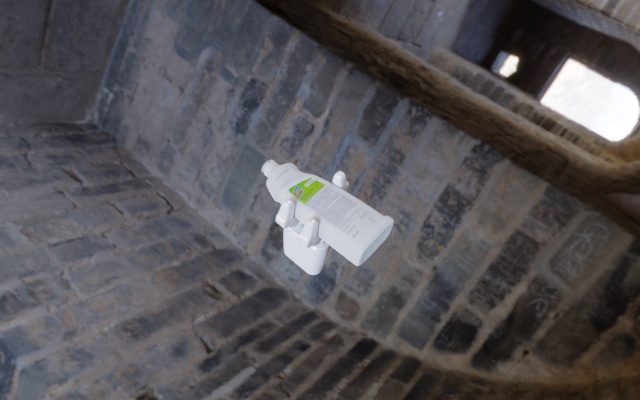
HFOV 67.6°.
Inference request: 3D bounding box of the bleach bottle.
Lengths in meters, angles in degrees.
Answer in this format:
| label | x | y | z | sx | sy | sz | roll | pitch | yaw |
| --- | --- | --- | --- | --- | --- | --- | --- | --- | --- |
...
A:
| label | x | y | z | sx | sy | sz | roll | pitch | yaw |
| --- | --- | --- | --- | --- | --- | --- | --- | --- | --- |
| bleach bottle | 0.000 | 0.003 | 0.848 | 0.250 | 0.068 | 0.102 | 37 | 58 | 20 |
